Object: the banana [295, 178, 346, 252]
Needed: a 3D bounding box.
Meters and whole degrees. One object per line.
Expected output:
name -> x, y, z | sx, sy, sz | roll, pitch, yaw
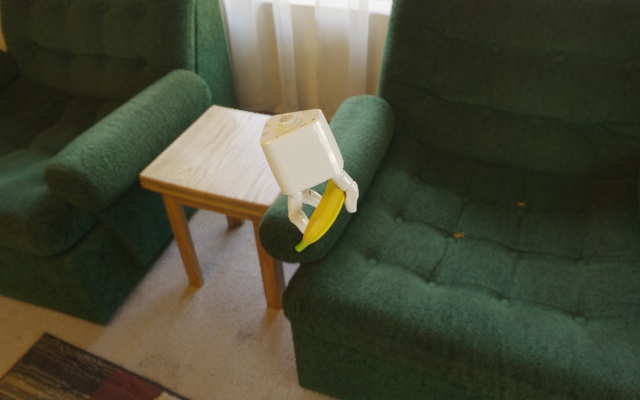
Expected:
banana -> 0.012, 0.002, 0.848 | 0.069, 0.197, 0.037 | -15, -54, 44
